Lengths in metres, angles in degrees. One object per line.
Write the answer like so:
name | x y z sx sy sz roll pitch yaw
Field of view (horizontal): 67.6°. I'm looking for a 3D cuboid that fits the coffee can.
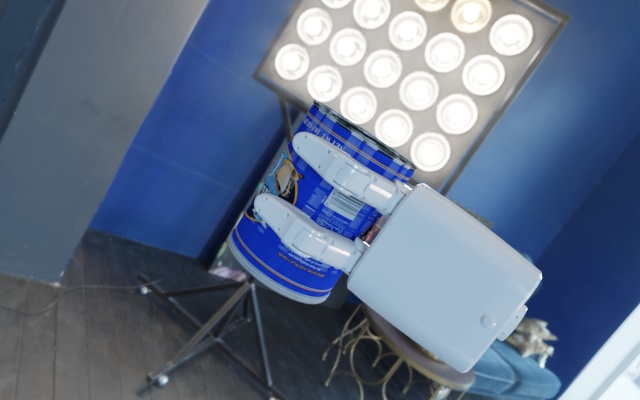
coffee can | 0.000 0.001 0.410 0.103 0.140 0.102 32 12 -8
